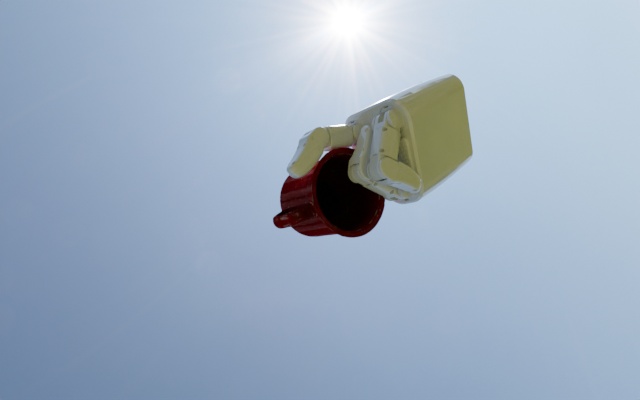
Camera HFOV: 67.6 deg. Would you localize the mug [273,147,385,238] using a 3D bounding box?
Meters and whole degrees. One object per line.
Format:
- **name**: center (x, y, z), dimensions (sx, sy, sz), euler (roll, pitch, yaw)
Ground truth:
- **mug**: center (-0.001, 0.002, 0.511), dimensions (0.117, 0.093, 0.081), euler (-30, 10, -33)
